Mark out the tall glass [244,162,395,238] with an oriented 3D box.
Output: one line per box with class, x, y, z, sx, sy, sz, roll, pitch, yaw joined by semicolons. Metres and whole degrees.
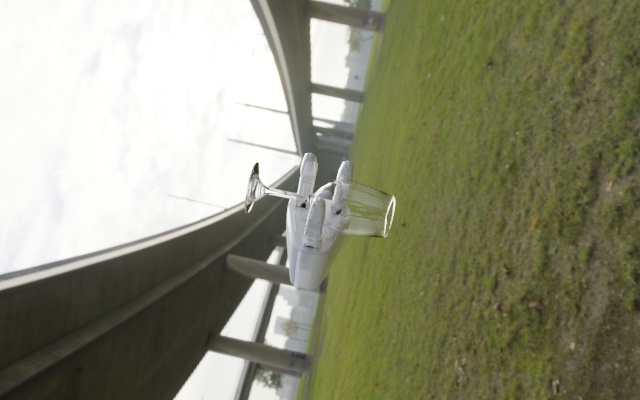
tall glass;-0.001;0.002;0.673;0.201;0.079;0.079;12;0;2
